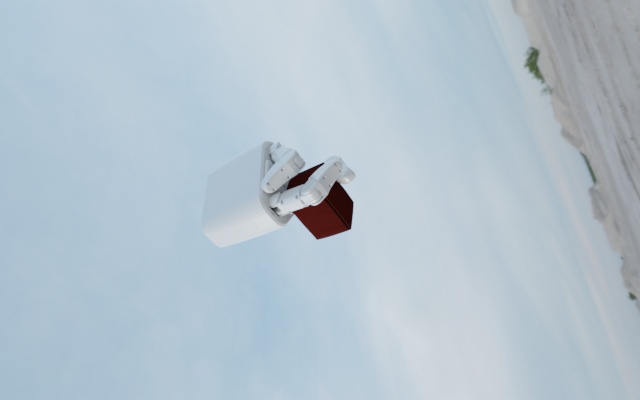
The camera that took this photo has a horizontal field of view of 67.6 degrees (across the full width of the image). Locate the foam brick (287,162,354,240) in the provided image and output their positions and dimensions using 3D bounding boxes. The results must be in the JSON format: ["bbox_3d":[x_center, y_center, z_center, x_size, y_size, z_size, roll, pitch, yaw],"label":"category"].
[{"bbox_3d":[0.000,0.002,0.604,0.051,0.078,0.053,-23,33,27],"label":"foam brick"}]
